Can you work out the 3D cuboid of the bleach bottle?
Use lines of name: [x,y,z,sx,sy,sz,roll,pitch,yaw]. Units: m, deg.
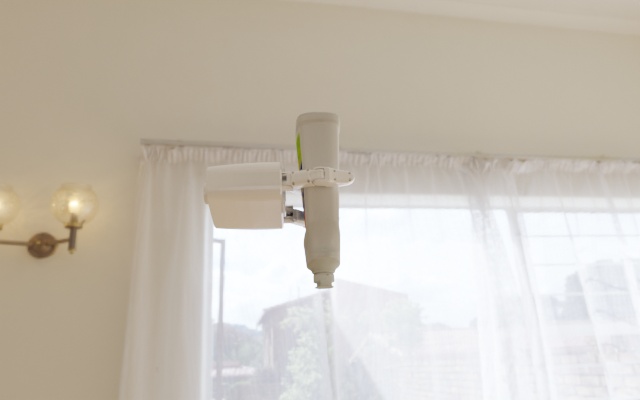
bleach bottle: [0.000,0.002,0.708,0.068,0.250,0.103,-1,-19,-5]
